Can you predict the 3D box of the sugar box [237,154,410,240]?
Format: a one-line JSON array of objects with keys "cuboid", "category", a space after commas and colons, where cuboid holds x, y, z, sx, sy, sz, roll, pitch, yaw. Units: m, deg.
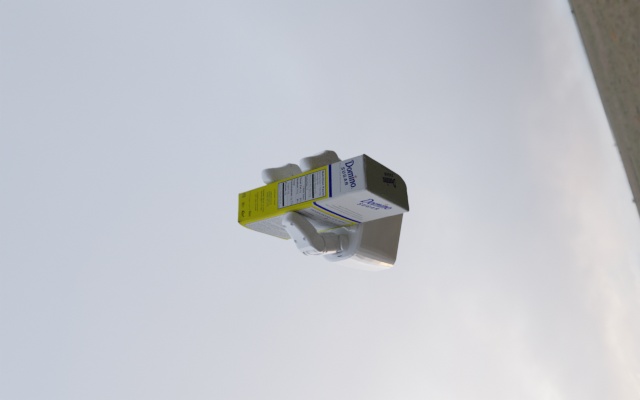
[{"cuboid": [0.000, 0.001, 0.539, 0.176, 0.048, 0.093, -17, -25, 32], "category": "sugar box"}]
